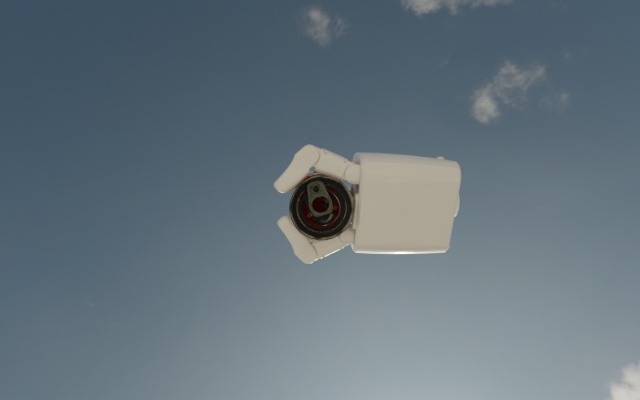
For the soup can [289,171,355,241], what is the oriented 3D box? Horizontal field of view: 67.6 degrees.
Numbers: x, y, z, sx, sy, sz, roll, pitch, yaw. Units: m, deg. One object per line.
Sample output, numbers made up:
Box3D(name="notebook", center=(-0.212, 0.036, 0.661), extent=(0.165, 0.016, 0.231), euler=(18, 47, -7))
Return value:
Box3D(name="soup can", center=(0.000, 0.002, 0.543), extent=(0.068, 0.068, 0.102), euler=(0, 8, -2))
